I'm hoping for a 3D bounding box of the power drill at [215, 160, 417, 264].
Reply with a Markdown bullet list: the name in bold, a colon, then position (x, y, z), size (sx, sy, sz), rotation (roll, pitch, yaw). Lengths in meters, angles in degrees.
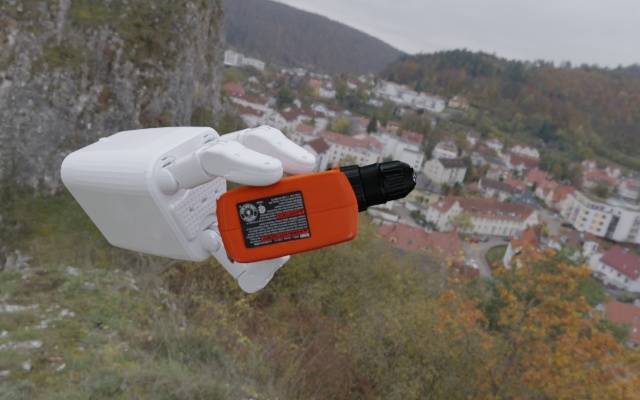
- **power drill**: position (0.000, 0.001, 0.428), size (0.184, 0.057, 0.187), rotation (-14, 3, 8)
